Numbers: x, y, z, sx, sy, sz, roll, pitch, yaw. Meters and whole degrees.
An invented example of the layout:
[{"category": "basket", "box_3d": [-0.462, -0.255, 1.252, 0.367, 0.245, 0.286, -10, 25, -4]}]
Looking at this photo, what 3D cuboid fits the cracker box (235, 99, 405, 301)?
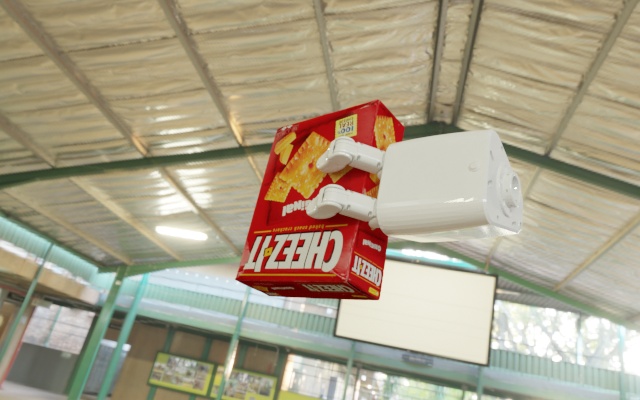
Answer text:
[{"category": "cracker box", "box_3d": [0.000, 0.002, 0.559, 0.164, 0.213, 0.072, -7, -30, 39]}]
